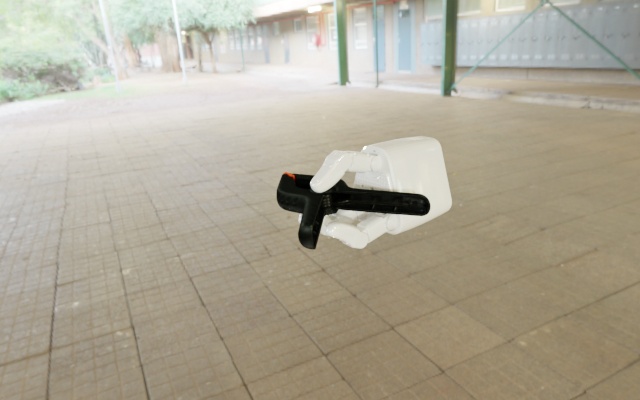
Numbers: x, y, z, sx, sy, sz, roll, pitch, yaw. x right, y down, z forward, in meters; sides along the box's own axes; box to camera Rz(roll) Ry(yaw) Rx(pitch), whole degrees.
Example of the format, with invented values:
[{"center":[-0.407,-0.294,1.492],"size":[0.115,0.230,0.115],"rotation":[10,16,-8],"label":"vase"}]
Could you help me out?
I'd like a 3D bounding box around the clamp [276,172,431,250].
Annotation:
[{"center":[0.000,0.001,0.572],"size":[0.164,0.036,0.210],"rotation":[-16,23,-35],"label":"clamp"}]
